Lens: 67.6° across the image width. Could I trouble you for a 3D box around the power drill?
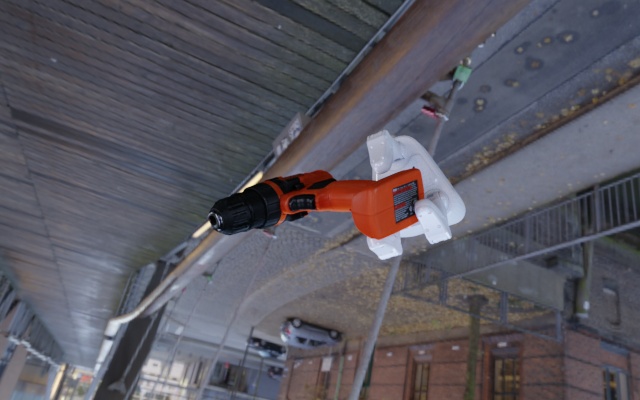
[{"bbox_3d":[0.001,0.002,0.510,0.187,0.057,0.184,4,17,41],"label":"power drill"}]
